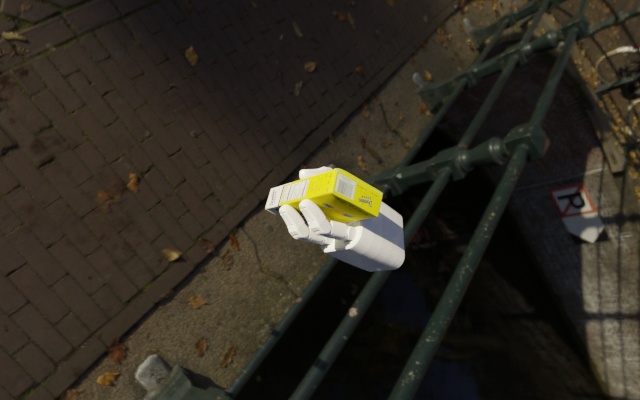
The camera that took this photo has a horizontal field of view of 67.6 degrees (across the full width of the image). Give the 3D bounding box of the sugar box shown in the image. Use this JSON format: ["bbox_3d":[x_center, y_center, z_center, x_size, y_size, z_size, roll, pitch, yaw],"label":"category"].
[{"bbox_3d":[0.000,0.003,0.737,0.093,0.048,0.176,27,-27,-30],"label":"sugar box"}]
